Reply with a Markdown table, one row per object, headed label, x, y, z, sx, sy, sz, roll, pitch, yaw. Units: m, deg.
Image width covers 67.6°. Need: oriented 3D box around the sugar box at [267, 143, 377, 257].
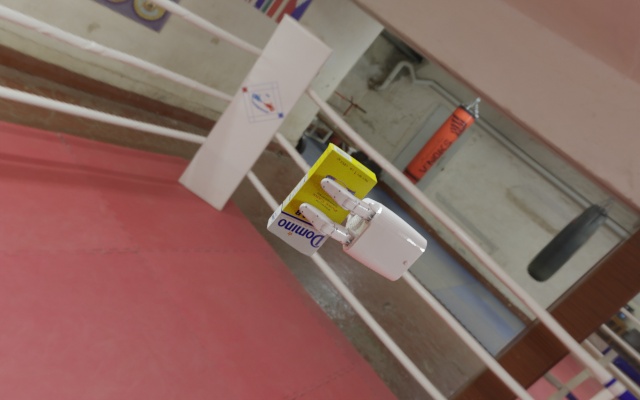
| label | x | y | z | sx | sy | sz | roll | pitch | yaw |
| --- | --- | --- | --- | --- | --- | --- | --- | --- | --- |
| sugar box | 0.000 | 0.003 | 0.782 | 0.093 | 0.176 | 0.048 | 35 | 17 | -14 |
